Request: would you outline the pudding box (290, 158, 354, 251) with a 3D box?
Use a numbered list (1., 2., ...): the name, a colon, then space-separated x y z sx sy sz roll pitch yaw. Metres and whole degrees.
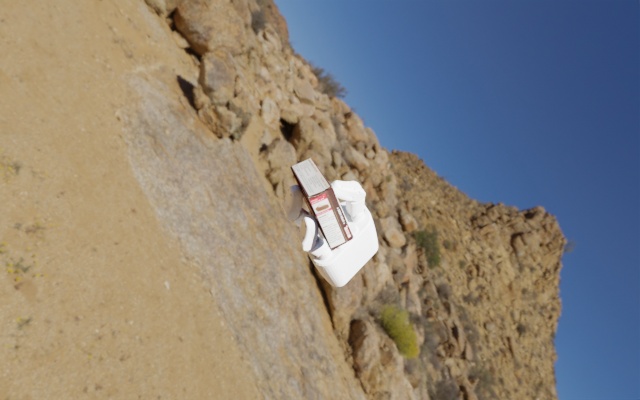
1. pudding box: 0.000 0.002 0.659 0.039 0.090 0.113 -27 29 -5
